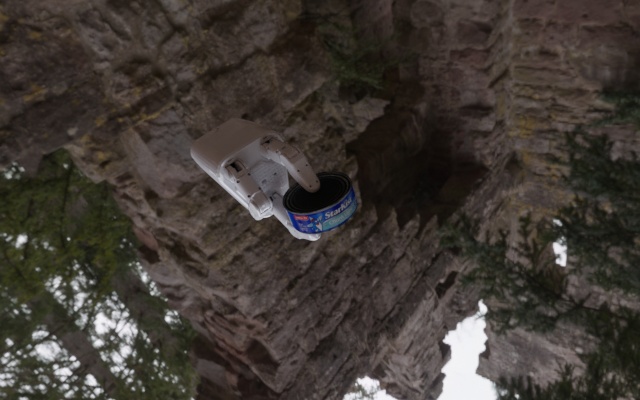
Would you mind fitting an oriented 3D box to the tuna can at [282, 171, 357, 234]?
[{"bbox_3d":[0.000,0.002,0.571,0.086,0.034,0.086,-15,31,9],"label":"tuna can"}]
